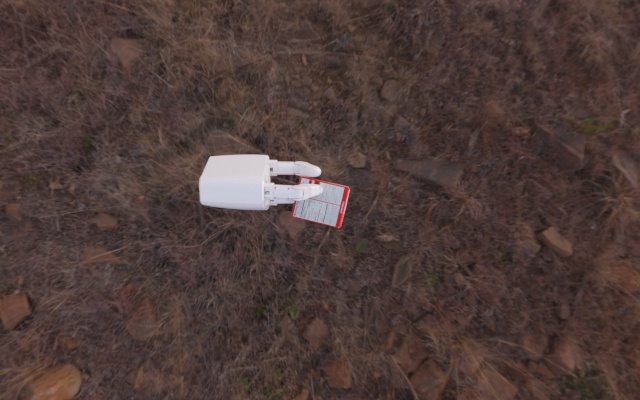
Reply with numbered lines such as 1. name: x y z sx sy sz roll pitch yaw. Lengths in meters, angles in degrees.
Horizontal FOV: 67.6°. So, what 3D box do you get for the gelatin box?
1. gelatin box: 0.000 0.003 0.831 0.089 0.073 0.030 13 0 7
